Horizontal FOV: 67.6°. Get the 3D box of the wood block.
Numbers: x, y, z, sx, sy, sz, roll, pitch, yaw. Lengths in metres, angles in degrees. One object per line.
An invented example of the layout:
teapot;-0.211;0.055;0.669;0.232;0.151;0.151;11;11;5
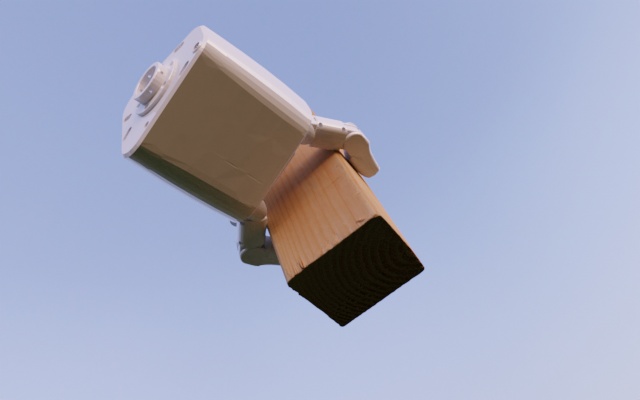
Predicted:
wood block;0.000;0.001;0.456;0.090;0.091;0.206;46;10;-39
